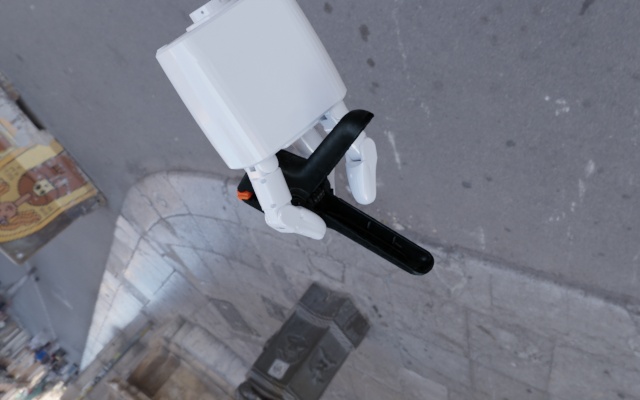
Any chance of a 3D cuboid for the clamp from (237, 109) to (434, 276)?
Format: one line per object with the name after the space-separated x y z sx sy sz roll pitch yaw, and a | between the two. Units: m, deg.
-0.001 0.002 0.443 0.210 0.165 0.036 -2 39 48 | clamp
